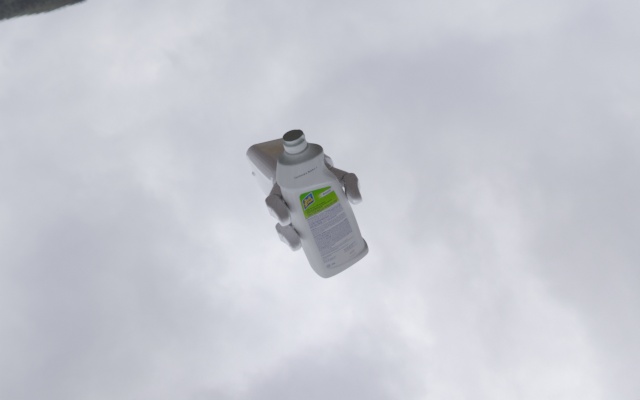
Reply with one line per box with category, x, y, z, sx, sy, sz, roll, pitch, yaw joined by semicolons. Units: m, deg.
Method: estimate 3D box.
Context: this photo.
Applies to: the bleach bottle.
bleach bottle;0.000;0.002;0.708;0.102;0.251;0.068;-31;41;-16
